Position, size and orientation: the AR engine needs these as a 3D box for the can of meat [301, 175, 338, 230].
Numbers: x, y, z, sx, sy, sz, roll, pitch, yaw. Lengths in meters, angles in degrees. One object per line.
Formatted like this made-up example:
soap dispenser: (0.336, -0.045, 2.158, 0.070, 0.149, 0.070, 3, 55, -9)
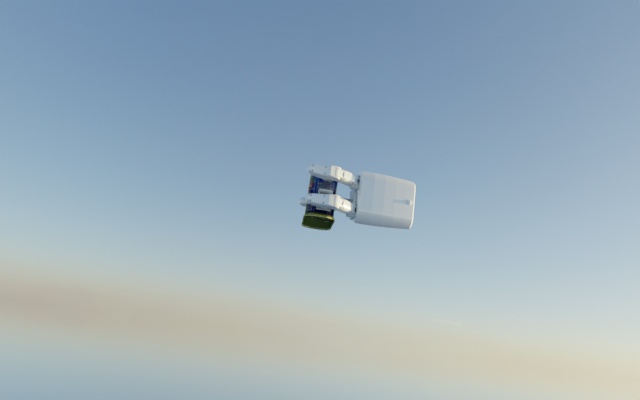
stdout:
can of meat: (0.000, 0.003, 0.894, 0.057, 0.084, 0.102, 9, -16, -3)
